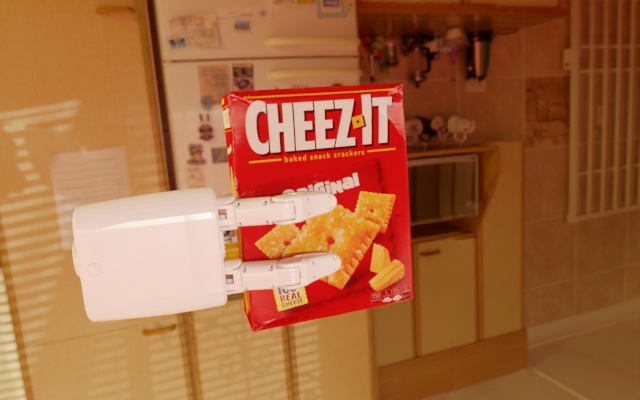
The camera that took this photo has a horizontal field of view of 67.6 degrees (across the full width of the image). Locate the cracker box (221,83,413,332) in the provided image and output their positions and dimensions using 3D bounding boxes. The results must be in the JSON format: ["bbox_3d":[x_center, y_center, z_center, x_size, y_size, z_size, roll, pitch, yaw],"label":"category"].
[{"bbox_3d":[0.000,0.002,0.458,0.164,0.214,0.072,-7,10,-16],"label":"cracker box"}]
